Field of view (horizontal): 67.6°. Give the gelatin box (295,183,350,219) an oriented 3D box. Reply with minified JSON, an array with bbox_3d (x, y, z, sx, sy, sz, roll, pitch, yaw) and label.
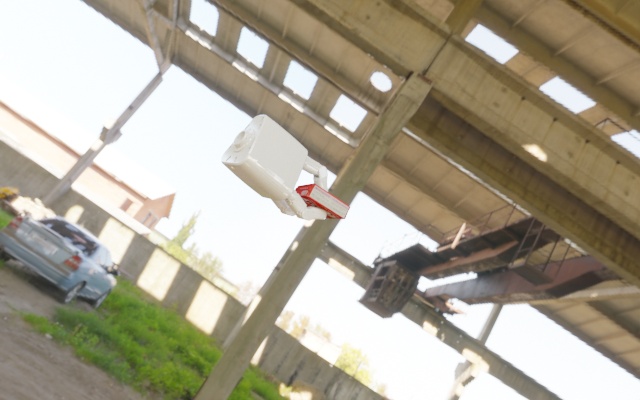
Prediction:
[{"bbox_3d":[0.001,0.003,0.887,0.089,0.030,0.073,32,-14,-22],"label":"gelatin box"}]
